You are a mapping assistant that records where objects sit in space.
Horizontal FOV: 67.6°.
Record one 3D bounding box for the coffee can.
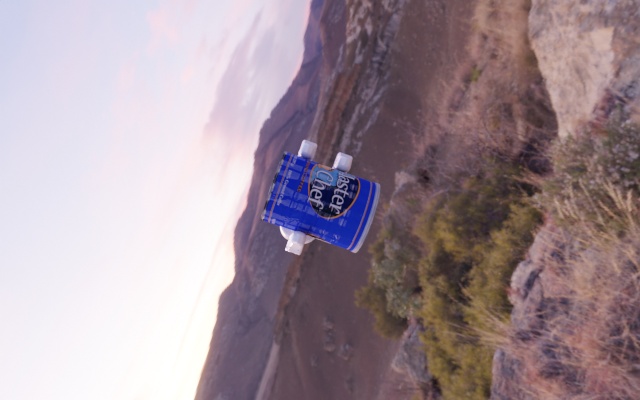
[{"bbox_3d":[0.000,0.002,0.666,0.140,0.103,0.103,19,-1,-3],"label":"coffee can"}]
